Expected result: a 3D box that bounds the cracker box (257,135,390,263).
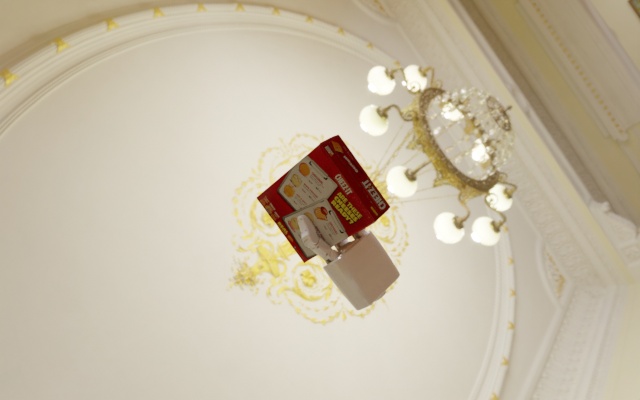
[{"bbox_3d":[0.000,0.003,0.892,0.214,0.164,0.072,-35,1,43],"label":"cracker box"}]
